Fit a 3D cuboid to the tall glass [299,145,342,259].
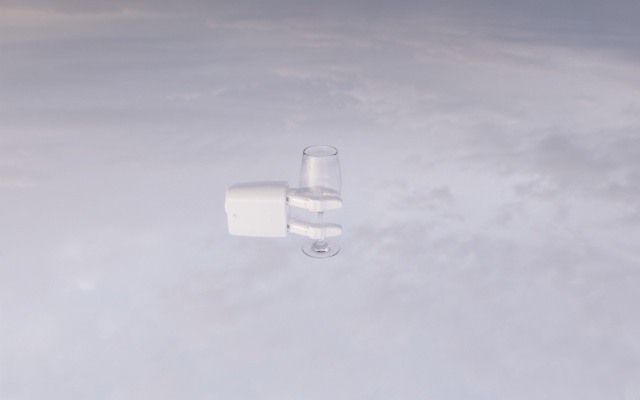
[{"bbox_3d":[0.000,0.003,0.883,0.079,0.201,0.079,0,25,0],"label":"tall glass"}]
